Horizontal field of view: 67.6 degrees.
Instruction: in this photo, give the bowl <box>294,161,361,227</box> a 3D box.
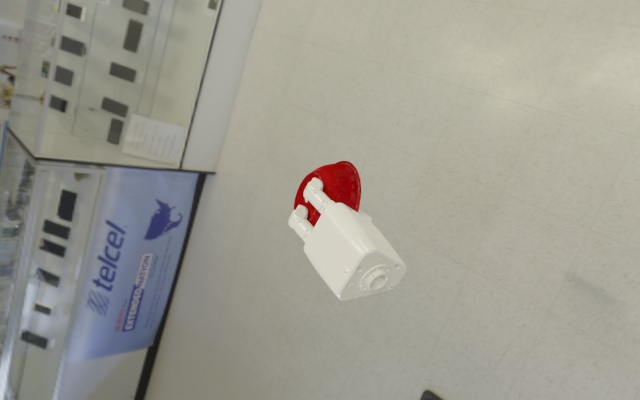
[{"bbox_3d":[-0.001,0.002,0.813,0.055,0.162,0.162,16,-8,-28],"label":"bowl"}]
